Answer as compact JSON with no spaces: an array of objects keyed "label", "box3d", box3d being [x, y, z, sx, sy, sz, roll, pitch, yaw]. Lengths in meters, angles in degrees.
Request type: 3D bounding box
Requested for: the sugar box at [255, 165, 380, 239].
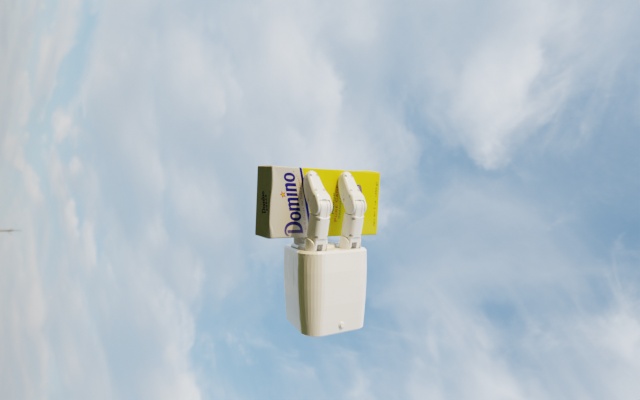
[{"label":"sugar box","box3d":[0.001,0.002,0.646,0.176,0.093,0.048,0,4,-37]}]
